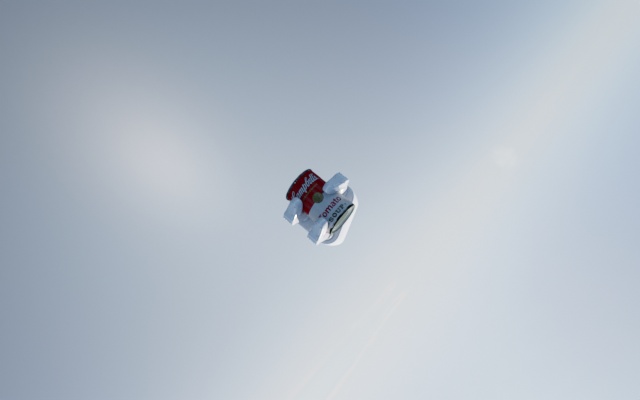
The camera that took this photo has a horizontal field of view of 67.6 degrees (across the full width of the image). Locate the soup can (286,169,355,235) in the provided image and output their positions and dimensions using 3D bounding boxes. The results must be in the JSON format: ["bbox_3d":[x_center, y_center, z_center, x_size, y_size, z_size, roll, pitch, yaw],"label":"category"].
[{"bbox_3d":[0.000,0.003,0.818,0.102,0.068,0.068,39,11,14],"label":"soup can"}]
